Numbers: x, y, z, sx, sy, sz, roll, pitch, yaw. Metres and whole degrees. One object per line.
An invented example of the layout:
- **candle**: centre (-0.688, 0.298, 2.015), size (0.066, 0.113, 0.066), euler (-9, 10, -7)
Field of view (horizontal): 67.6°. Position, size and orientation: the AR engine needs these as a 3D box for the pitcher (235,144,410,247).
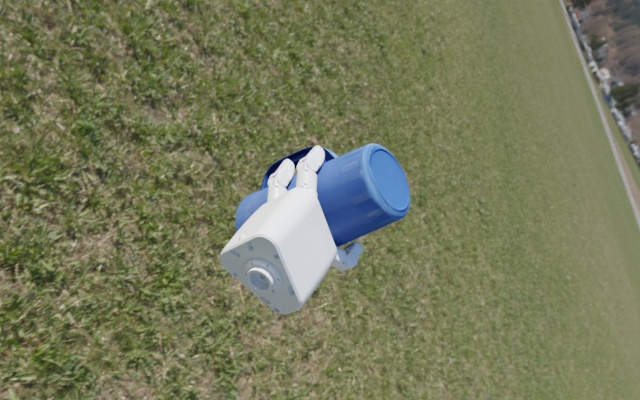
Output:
- **pitcher**: centre (0.000, 0.002, 0.694), size (0.243, 0.149, 0.145), euler (-24, 16, 35)
